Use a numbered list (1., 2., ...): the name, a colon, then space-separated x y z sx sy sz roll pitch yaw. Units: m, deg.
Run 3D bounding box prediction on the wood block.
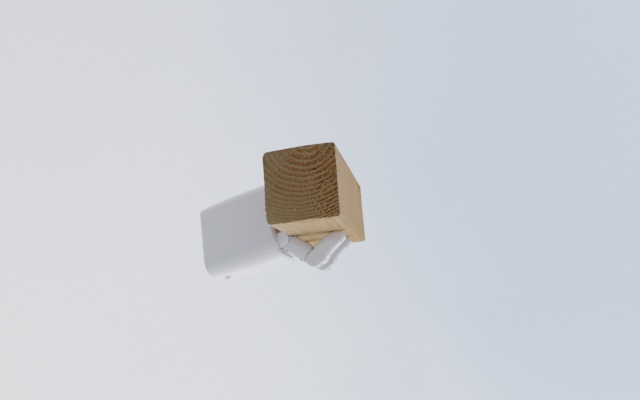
1. wood block: 0.000 0.002 0.645 0.090 0.090 0.206 -8 -14 11
